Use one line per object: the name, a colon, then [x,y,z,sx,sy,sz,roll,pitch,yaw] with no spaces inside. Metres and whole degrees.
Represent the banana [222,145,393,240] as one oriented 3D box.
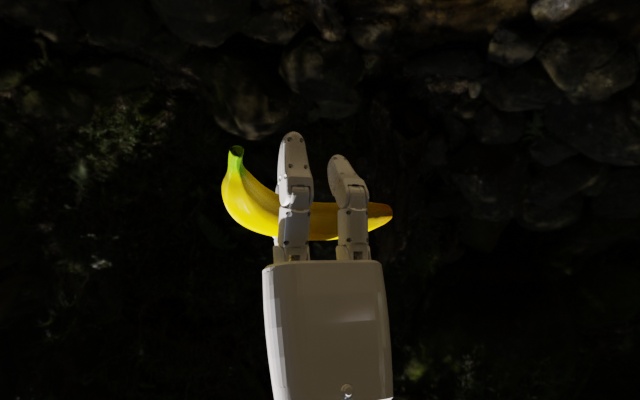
banana: [-0.015,0.010,0.431,0.198,0.037,0.070,18,-42,-43]
